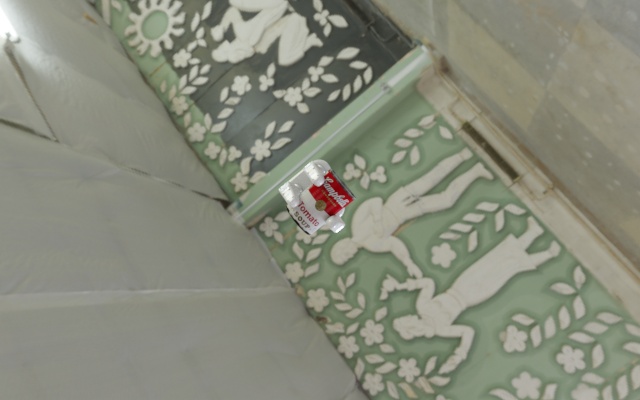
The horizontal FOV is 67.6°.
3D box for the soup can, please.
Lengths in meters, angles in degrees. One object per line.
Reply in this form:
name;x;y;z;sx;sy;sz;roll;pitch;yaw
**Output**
soup can;0.000;0.003;0.815;0.102;0.068;0.068;-39;-5;7
